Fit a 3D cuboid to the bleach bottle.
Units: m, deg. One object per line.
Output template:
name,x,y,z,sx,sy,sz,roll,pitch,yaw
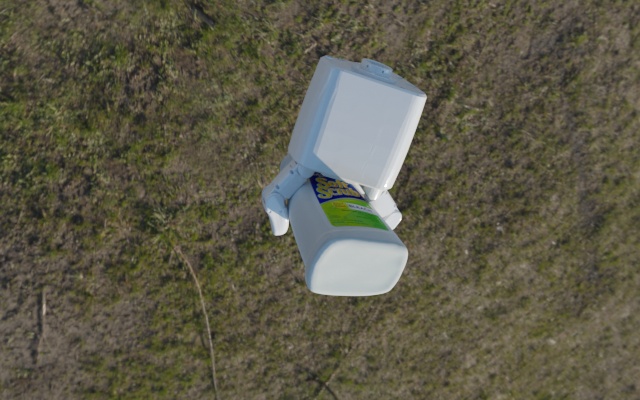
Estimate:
bleach bottle,0.000,0.002,0.543,0.102,0.068,0.250,8,28,-25
